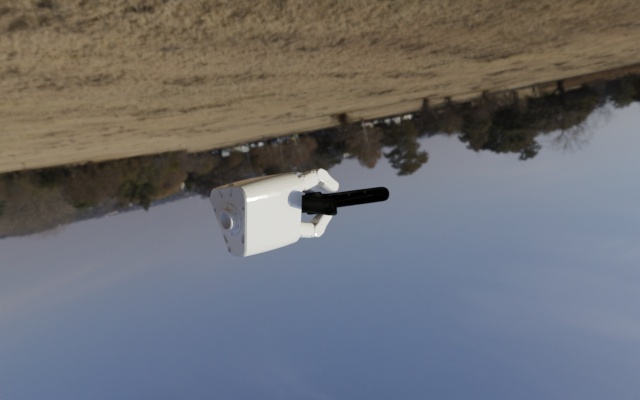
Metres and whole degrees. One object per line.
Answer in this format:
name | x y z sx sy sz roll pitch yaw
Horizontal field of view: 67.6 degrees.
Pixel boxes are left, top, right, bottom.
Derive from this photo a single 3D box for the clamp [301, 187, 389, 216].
clamp | 0.000 0.004 0.806 0.210 0.036 0.164 -3 5 45
